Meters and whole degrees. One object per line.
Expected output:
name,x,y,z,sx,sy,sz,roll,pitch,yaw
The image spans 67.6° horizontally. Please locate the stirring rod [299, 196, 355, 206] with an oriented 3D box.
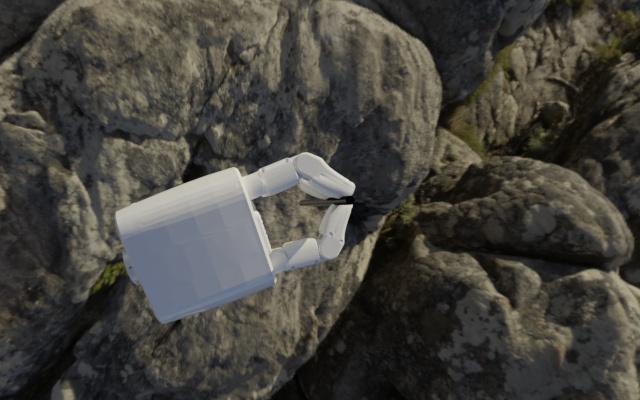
stirring rod,0.000,0.002,0.516,0.011,0.011,0.239,0,-1,-12
